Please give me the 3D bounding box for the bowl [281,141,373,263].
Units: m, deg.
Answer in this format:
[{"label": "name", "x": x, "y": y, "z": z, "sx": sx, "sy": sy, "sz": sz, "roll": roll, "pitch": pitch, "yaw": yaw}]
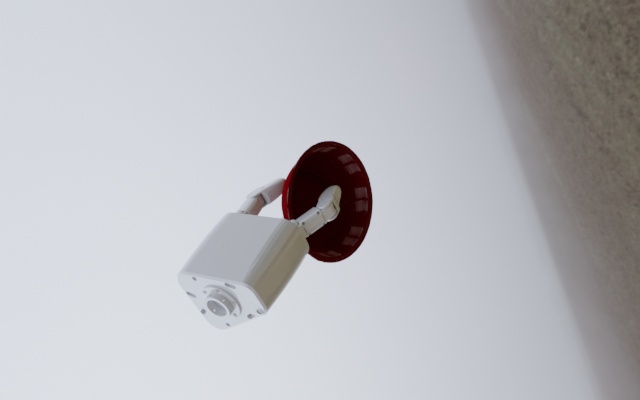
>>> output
[{"label": "bowl", "x": 0.001, "y": 0.002, "z": 0.649, "sx": 0.162, "sy": 0.162, "sz": 0.055, "roll": 0, "pitch": -1, "yaw": -44}]
